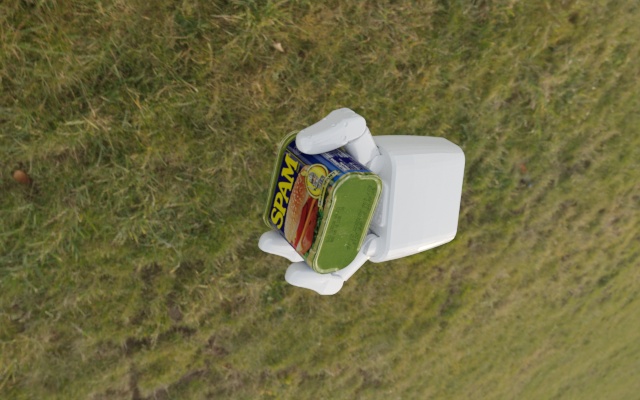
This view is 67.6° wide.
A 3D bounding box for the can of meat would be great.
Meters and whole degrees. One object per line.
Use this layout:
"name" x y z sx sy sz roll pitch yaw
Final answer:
"can of meat" 0.000 0.001 0.419 0.057 0.102 0.084 -4 32 -37
